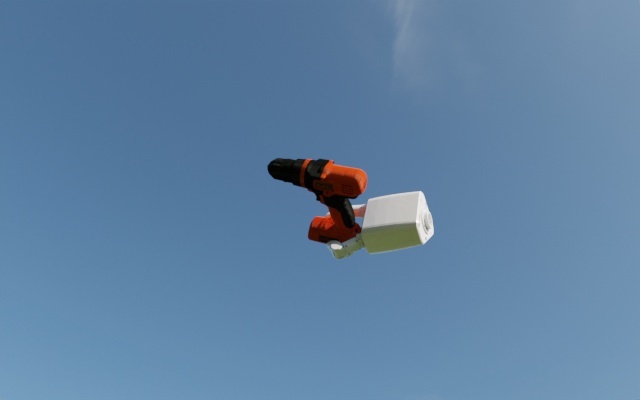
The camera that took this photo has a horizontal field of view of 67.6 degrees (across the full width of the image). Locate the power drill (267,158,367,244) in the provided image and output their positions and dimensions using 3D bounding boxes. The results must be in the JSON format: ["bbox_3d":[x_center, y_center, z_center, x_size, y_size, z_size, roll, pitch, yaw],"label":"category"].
[{"bbox_3d":[0.000,0.003,0.884,0.184,0.057,0.188,12,-39,22],"label":"power drill"}]
